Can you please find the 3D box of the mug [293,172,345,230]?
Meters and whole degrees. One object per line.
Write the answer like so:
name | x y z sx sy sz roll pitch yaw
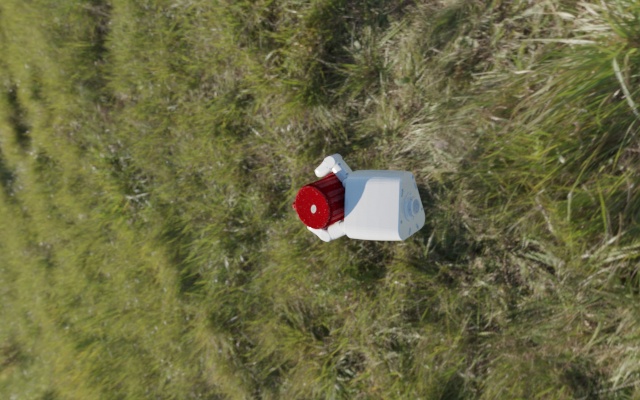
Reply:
mug | -0.001 0.003 0.855 0.117 0.093 0.081 0 15 39
